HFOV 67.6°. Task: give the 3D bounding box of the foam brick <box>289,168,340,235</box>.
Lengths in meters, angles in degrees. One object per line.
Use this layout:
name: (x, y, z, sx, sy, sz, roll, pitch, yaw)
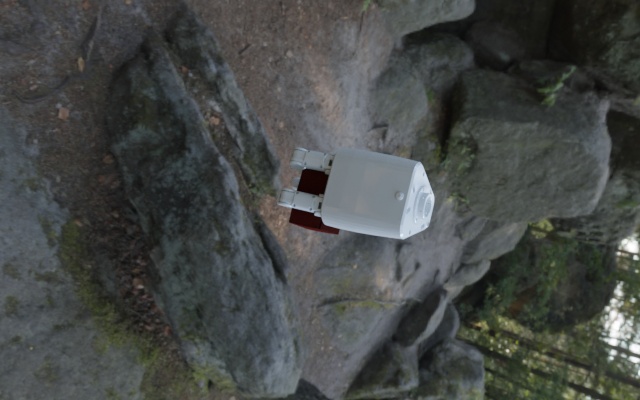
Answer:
foam brick: (0.000, 0.002, 0.638, 0.051, 0.078, 0.053, 12, -5, 30)
